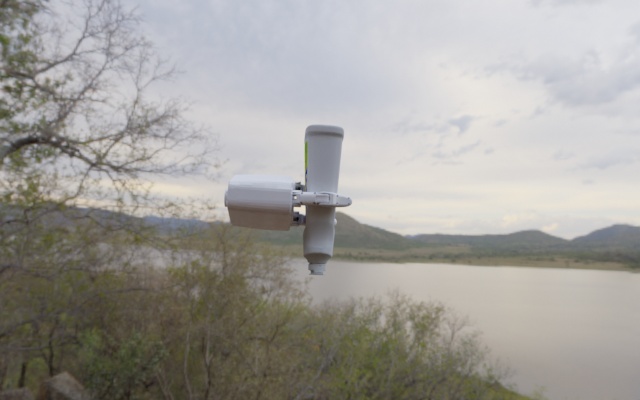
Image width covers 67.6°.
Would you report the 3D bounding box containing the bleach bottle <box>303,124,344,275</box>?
[{"bbox_3d":[0.000,0.003,0.829,0.068,0.251,0.102,3,-7,-4],"label":"bleach bottle"}]
